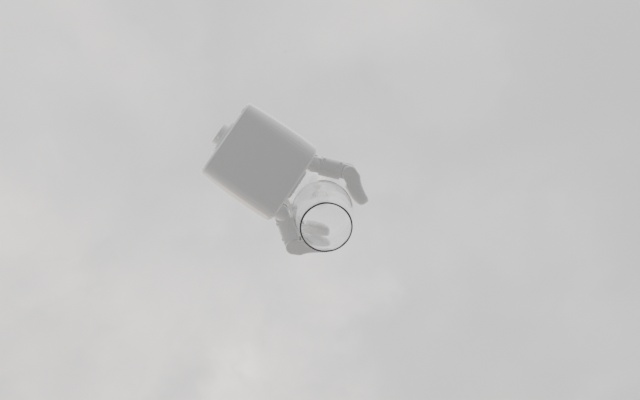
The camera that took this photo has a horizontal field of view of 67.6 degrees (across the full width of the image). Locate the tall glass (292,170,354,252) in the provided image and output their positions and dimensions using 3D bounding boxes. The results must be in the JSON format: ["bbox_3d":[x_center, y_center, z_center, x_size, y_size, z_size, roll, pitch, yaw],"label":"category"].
[{"bbox_3d":[0.000,0.002,0.644,0.079,0.079,0.201,0,17,-4],"label":"tall glass"}]
